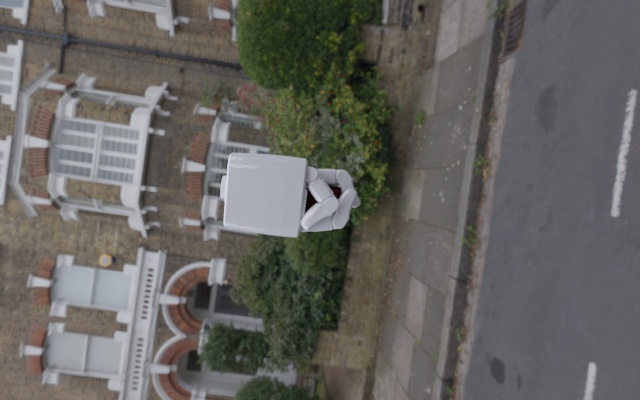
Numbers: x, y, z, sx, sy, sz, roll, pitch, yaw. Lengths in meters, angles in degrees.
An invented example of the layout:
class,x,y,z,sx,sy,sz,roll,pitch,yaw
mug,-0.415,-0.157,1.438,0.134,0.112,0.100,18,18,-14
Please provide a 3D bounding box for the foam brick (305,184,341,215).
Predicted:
class,x,y,z,sx,sy,sz,roll,pitch,yaw
foam brick,0.000,0.002,0.731,0.051,0.053,0.078,5,0,-4
